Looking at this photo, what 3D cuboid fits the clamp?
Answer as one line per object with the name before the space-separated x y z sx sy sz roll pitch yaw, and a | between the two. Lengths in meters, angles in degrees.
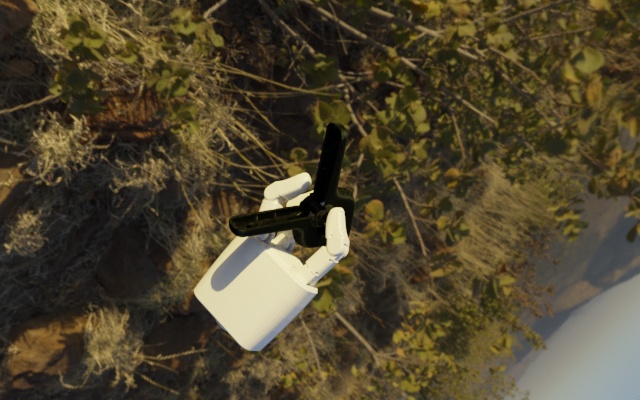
clamp | 0.001 0.003 0.585 0.036 0.164 0.210 46 6 30
